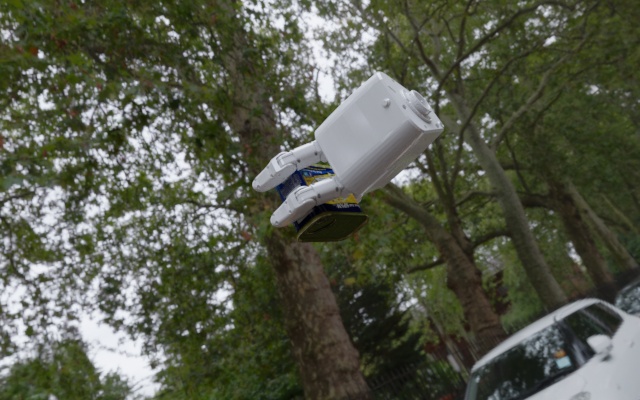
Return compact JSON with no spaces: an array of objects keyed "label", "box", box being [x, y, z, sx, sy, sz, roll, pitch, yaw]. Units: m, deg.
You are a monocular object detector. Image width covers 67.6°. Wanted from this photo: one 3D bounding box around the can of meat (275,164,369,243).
[{"label":"can of meat","box":[0.000,0.002,0.598,0.102,0.084,0.057,3,-39,-48]}]
